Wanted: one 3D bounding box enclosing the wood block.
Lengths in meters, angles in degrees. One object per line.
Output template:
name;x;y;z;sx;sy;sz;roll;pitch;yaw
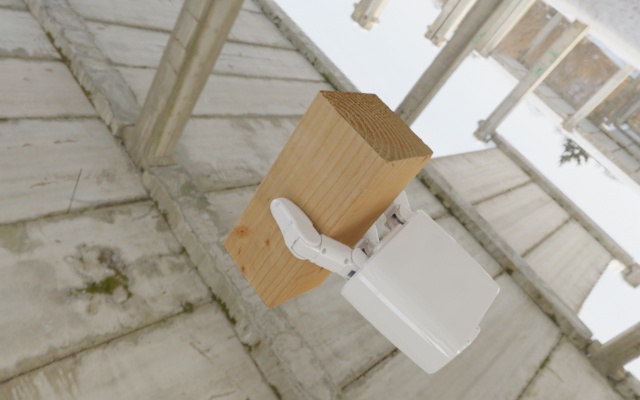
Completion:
wood block;0.000;0.002;0.472;0.091;0.090;0.206;-13;-33;-51
